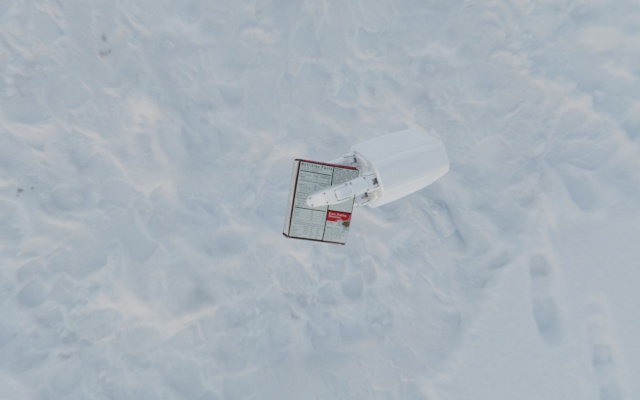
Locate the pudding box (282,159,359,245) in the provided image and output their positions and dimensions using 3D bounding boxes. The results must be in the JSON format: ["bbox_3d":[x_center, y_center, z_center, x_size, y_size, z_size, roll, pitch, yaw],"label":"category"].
[{"bbox_3d":[0.000,0.002,0.677,0.090,0.113,0.039,9,2,-14],"label":"pudding box"}]
